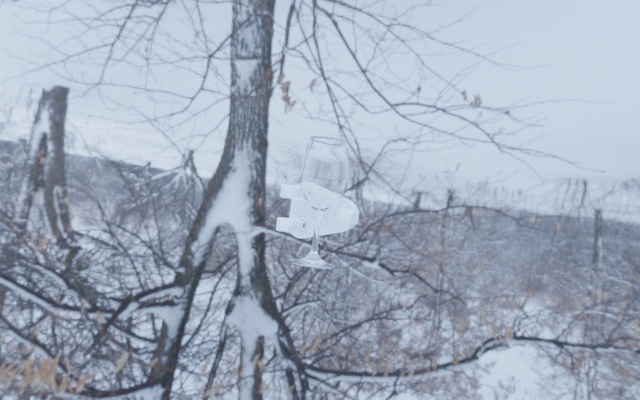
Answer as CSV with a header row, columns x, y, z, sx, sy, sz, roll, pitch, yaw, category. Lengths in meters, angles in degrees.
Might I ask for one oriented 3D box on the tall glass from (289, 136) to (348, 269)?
x,y,z,sx,sy,sz,roll,pitch,yaw,category
0.000,0.003,0.758,0.079,0.201,0.079,8,-1,0,tall glass
